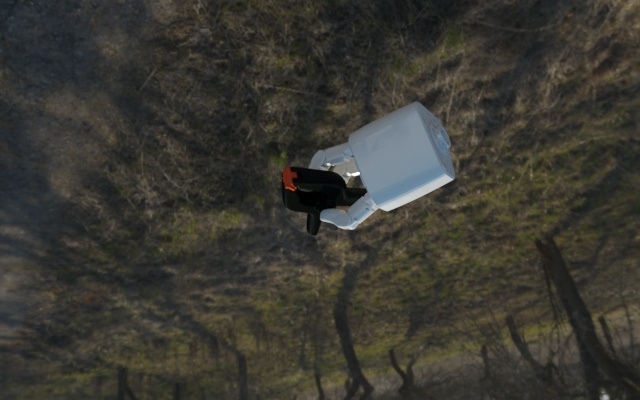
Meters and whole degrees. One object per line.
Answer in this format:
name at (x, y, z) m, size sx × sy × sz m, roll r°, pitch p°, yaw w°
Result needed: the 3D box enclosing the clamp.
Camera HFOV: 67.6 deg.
clamp at (0.000, 0.003, 0.713) m, size 0.164 × 0.036 × 0.210 m, roll -27°, pitch -28°, yaw 29°
